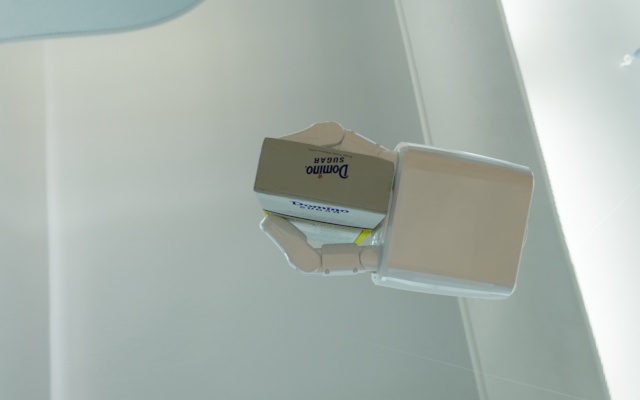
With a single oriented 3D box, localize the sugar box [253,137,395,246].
[{"bbox_3d":[0.000,0.001,0.400,0.093,0.048,0.176,10,-15,0],"label":"sugar box"}]
